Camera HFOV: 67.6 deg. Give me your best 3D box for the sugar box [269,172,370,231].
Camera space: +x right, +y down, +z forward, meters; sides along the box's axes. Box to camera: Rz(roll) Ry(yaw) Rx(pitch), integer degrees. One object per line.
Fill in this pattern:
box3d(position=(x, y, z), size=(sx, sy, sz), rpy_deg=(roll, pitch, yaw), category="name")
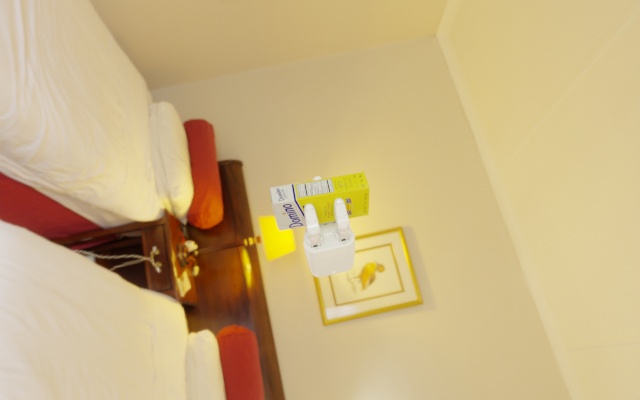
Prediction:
box3d(position=(0.000, 0.003, 0.882), size=(0.176, 0.048, 0.093), rpy_deg=(-12, -36, -4), category="sugar box")
